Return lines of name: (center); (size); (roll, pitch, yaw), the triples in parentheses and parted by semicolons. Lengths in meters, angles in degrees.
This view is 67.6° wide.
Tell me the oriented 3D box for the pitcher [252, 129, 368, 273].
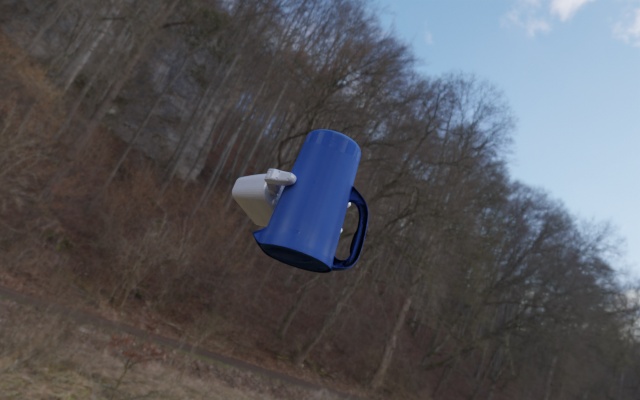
pitcher: (0.000, 0.003, 0.857); (0.145, 0.242, 0.149); (-1, -27, 45)
